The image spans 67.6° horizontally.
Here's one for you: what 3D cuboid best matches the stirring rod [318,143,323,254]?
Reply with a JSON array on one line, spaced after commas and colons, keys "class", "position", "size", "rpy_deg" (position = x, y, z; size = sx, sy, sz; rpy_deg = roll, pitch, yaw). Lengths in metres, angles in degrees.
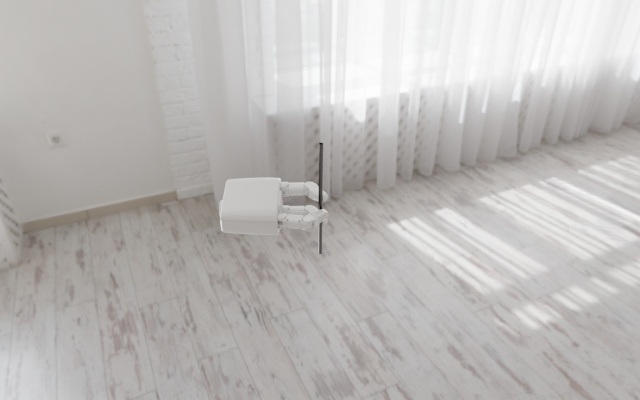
[{"class": "stirring rod", "position": [0.000, 0.003, 0.899], "size": [0.011, 0.240, 0.011], "rpy_deg": [0, 31, 0]}]
